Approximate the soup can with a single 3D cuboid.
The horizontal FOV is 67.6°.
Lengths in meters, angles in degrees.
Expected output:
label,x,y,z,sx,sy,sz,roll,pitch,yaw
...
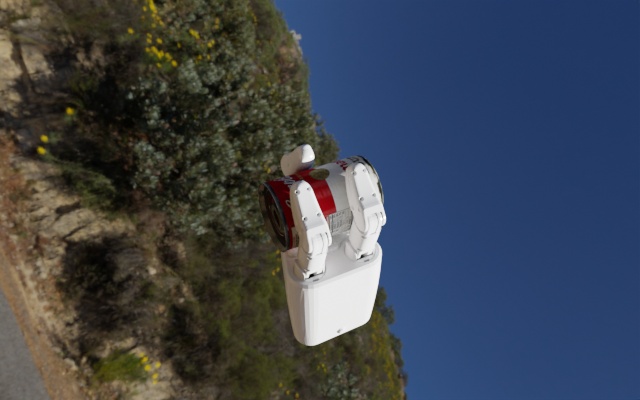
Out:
label,x,y,z,sx,sy,sz,roll,pitch,yaw
soup can,0.000,0.001,0.456,0.102,0.068,0.068,-18,6,-19
